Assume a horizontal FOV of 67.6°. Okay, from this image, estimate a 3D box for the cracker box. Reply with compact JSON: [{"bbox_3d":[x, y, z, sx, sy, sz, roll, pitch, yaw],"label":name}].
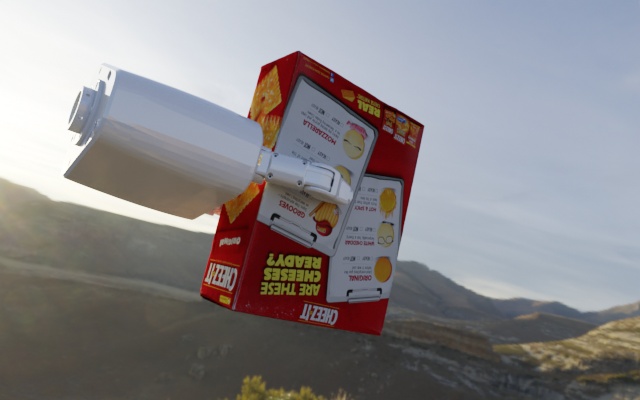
[{"bbox_3d":[0.000,0.001,0.439,0.164,0.213,0.072,20,-12,-36],"label":"cracker box"}]
